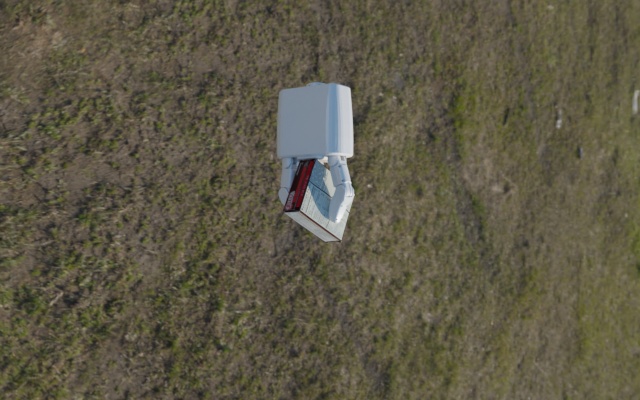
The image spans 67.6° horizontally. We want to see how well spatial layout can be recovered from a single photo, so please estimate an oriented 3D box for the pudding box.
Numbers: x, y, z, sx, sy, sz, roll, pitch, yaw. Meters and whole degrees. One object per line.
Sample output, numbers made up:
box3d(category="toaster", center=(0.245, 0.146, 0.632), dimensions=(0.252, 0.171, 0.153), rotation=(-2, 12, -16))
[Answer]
box3d(category="pudding box", center=(0.000, 0.002, 0.732), dimensions=(0.039, 0.090, 0.113), rotation=(-3, -30, 42))
